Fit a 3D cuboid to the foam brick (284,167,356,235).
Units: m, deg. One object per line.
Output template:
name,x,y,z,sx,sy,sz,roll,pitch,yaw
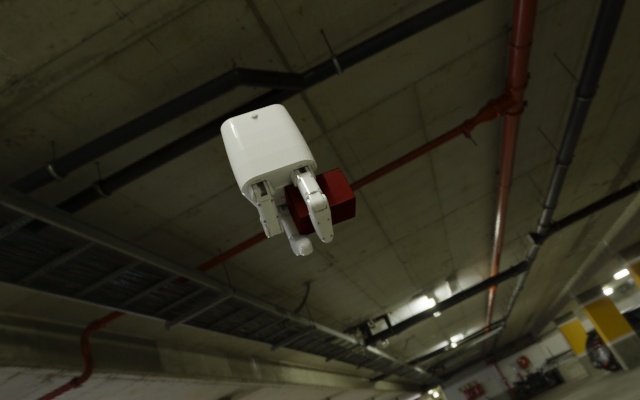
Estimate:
foam brick,0.000,0.002,0.609,0.078,0.051,0.053,-20,-29,-11
